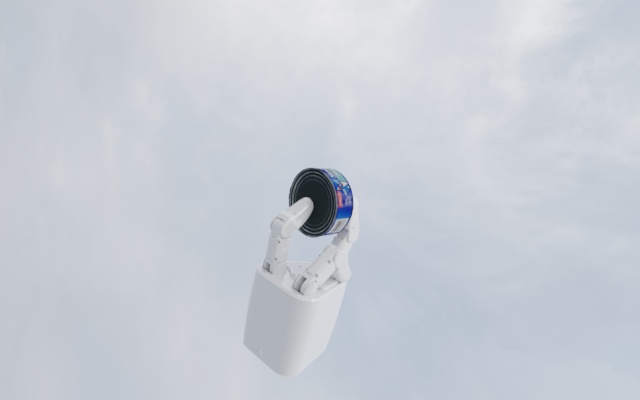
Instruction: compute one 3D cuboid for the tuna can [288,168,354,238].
[{"bbox_3d":[0.001,0.002,0.593,0.034,0.086,0.086,-4,3,-44],"label":"tuna can"}]
